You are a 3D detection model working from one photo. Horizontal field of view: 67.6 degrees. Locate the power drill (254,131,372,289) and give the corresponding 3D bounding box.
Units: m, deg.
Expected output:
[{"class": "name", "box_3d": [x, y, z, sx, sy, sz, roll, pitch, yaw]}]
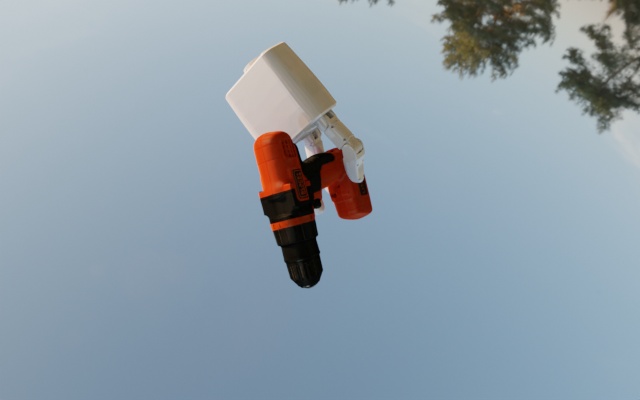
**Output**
[{"class": "power drill", "box_3d": [0.000, 0.002, 0.607, 0.057, 0.184, 0.187, -13, 1, 30]}]
